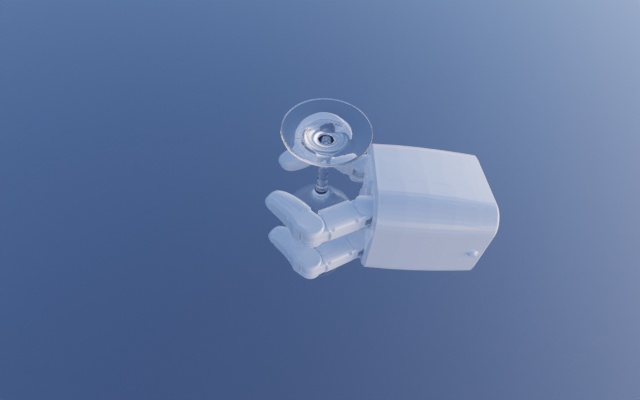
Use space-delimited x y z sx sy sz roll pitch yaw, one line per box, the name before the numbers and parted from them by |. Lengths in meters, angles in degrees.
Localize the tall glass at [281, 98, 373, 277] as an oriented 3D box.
tall glass | 0.000 0.001 0.462 0.079 0.079 0.201 0 -35 -4
